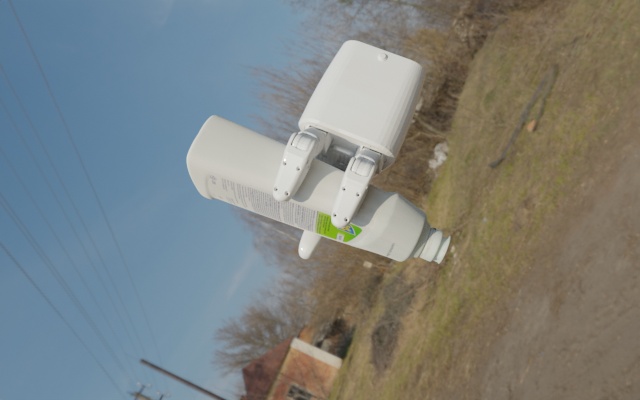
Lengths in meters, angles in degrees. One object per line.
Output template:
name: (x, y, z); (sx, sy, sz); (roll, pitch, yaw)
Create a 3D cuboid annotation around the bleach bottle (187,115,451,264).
bleach bottle: (0.000, 0.002, 0.466); (0.251, 0.068, 0.103); (22, -19, 7)
